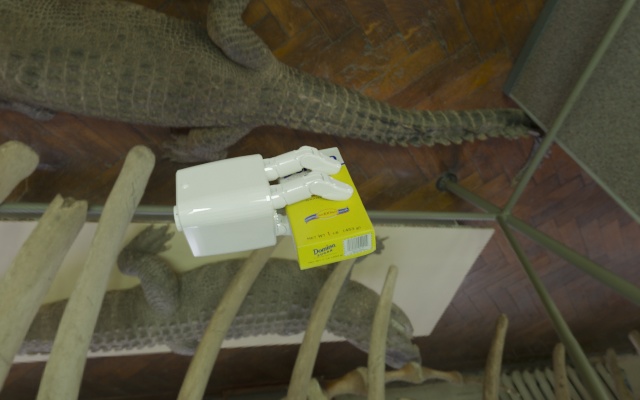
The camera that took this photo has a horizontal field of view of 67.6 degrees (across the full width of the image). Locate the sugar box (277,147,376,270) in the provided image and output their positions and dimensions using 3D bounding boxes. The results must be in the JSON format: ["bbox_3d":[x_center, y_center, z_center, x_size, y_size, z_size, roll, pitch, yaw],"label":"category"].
[{"bbox_3d":[0.000,0.002,0.608,0.093,0.048,0.176,-12,43,-7],"label":"sugar box"}]
